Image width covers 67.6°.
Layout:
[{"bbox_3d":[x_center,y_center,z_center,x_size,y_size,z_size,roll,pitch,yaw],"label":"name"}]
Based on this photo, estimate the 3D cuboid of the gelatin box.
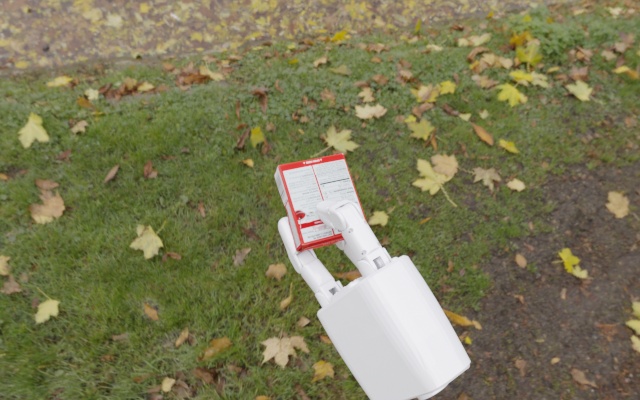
[{"bbox_3d":[0.000,0.001,0.490,0.073,0.089,0.030,-13,-15,-19],"label":"gelatin box"}]
